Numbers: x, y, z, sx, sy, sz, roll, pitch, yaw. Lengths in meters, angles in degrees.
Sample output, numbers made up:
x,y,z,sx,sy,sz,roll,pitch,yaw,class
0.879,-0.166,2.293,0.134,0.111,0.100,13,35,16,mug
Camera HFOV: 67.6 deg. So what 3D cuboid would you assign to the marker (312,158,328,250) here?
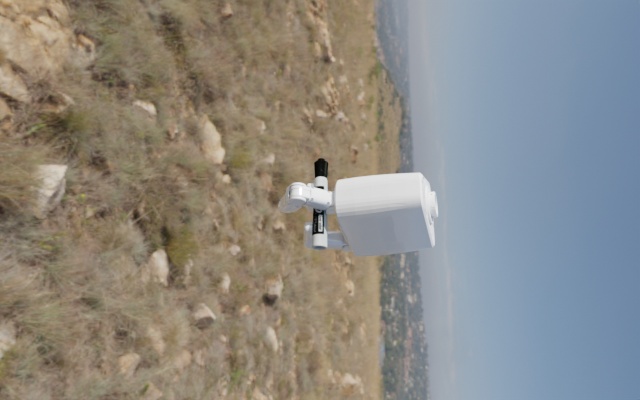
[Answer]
x,y,z,sx,sy,sz,roll,pitch,yaw,class
0.000,0.002,0.602,0.020,0.121,0.020,1,-22,0,marker
